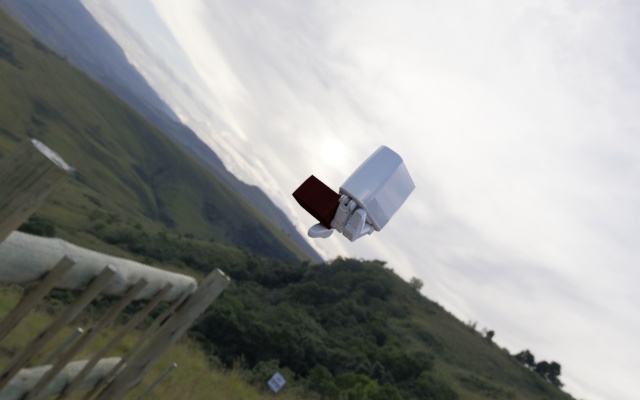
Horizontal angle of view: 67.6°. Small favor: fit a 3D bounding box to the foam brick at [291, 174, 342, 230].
[{"bbox_3d":[0.000,0.003,0.819,0.078,0.051,0.053,39,-9,25],"label":"foam brick"}]
